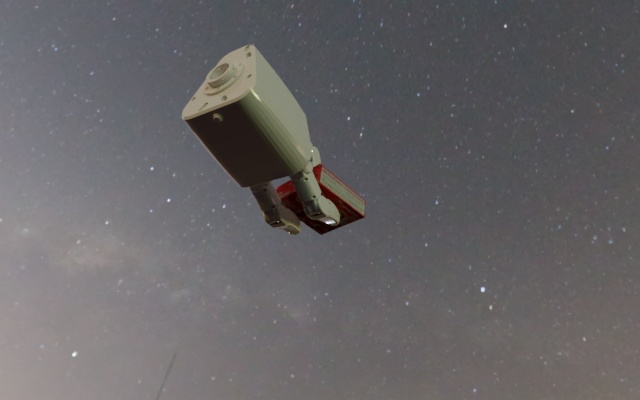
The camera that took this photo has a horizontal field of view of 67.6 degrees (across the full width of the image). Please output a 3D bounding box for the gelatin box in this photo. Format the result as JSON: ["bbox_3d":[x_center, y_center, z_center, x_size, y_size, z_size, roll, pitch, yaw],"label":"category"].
[{"bbox_3d":[0.000,0.002,0.584,0.073,0.030,0.089,-25,-46,35],"label":"gelatin box"}]
